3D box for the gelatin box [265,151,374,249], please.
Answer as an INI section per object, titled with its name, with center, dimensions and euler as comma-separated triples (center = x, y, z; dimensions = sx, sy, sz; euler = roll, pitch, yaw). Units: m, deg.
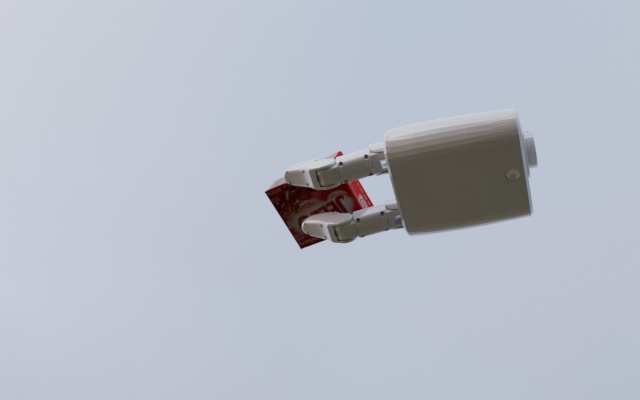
[gelatin box]
center = 0.000, 0.001, 0.475
dimensions = 0.089, 0.073, 0.030
euler = -22, 18, 31
